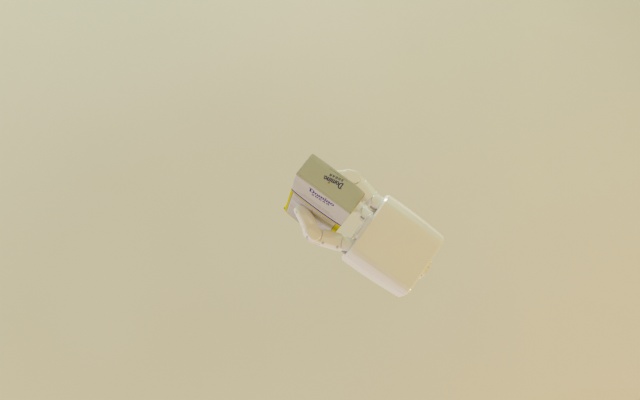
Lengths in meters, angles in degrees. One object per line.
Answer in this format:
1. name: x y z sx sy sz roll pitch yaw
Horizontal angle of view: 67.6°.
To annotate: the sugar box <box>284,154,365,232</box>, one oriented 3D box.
1. sugar box: 0.001 0.002 0.713 0.093 0.048 0.176 37 -22 2
